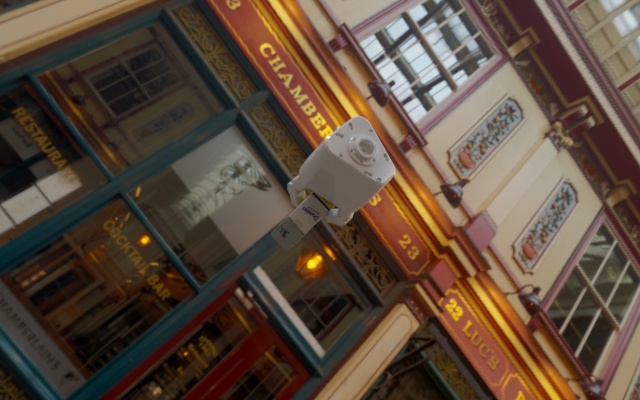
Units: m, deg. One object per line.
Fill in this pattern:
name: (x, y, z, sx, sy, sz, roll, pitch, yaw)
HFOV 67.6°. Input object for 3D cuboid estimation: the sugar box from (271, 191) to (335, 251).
sugar box: (0.000, 0.002, 0.797, 0.176, 0.048, 0.093, -41, -2, -31)
